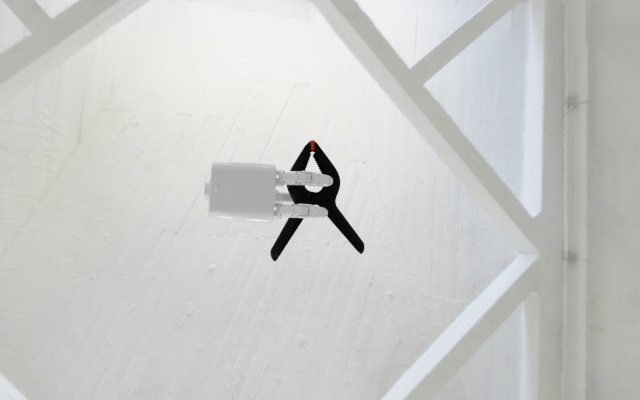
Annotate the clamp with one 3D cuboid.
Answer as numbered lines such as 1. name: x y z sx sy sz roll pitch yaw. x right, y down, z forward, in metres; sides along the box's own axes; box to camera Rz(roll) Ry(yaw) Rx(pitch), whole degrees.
1. clamp: 0.000 0.002 0.827 0.164 0.210 0.036 4 -4 -13
